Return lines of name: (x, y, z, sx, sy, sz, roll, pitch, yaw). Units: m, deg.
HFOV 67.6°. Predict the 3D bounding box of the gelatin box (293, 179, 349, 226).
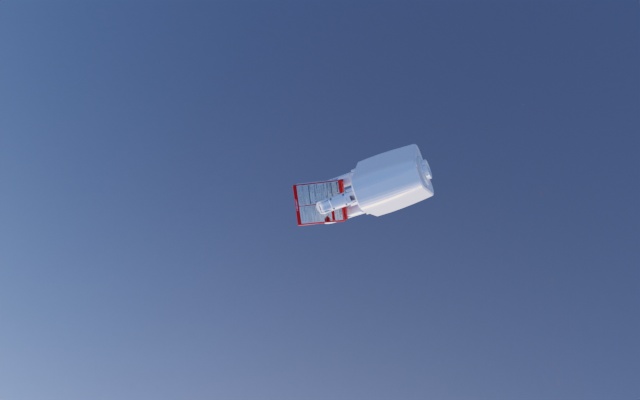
gelatin box: (0.000, 0.003, 0.841, 0.089, 0.073, 0.030, -6, 6, 15)
